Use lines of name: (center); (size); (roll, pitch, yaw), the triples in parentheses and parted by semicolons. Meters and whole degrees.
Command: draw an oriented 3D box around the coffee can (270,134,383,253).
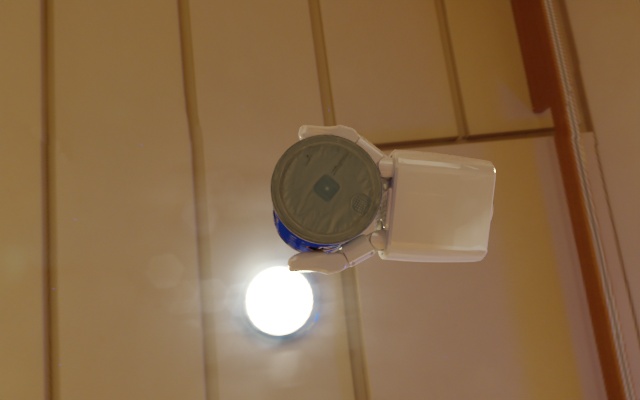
coffee can: (0.000, 0.002, 0.500); (0.103, 0.102, 0.140); (0, -11, -5)
